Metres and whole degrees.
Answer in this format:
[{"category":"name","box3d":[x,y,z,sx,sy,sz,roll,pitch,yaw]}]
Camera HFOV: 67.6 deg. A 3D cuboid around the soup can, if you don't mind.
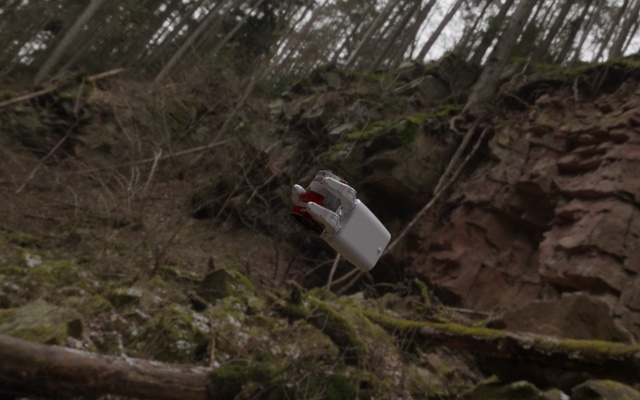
[{"category":"soup can","box3d":[0.000,0.002,0.861,0.068,0.102,0.068,30,-18,11]}]
